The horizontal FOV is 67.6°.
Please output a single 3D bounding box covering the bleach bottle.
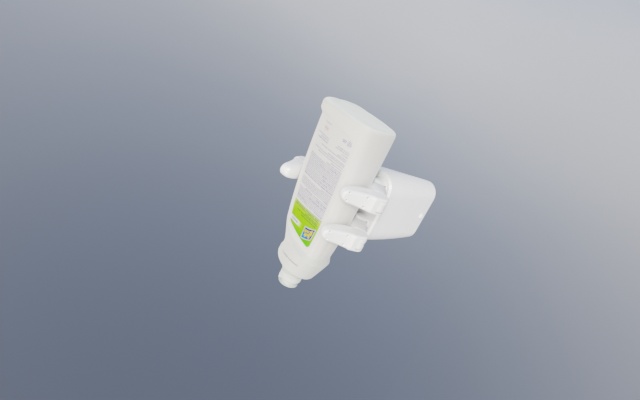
[{"bbox_3d":[0.000,0.002,0.620,0.068,0.251,0.102,5,30,-41],"label":"bleach bottle"}]
